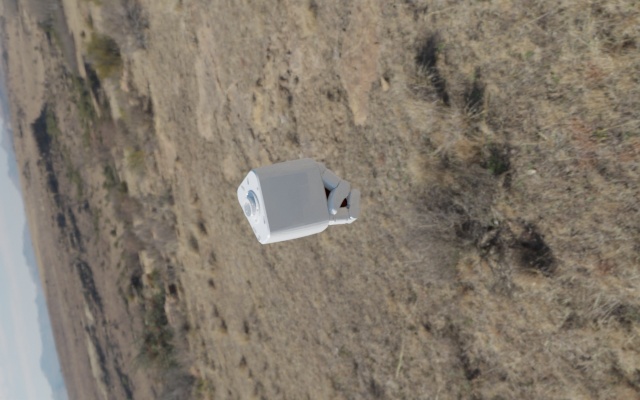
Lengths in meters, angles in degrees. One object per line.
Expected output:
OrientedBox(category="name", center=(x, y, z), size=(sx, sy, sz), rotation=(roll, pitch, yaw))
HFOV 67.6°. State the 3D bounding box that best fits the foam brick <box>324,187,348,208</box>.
OrientedBox(category="foam brick", center=(0.000, 0.003, 0.803), size=(0.051, 0.053, 0.078), rotation=(-12, -17, -31))
